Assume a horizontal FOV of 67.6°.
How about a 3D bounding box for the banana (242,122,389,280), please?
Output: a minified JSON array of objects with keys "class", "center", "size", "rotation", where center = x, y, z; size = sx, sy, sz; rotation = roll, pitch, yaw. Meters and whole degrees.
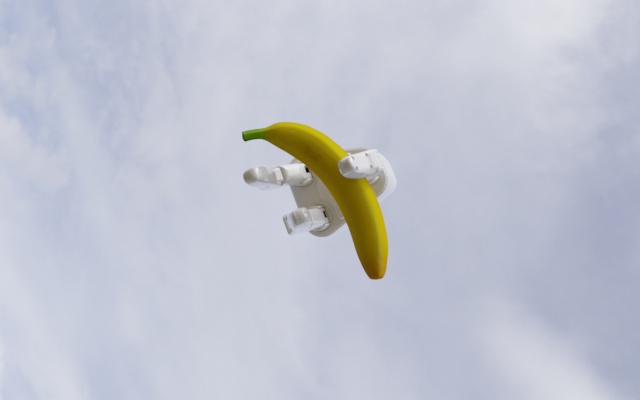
[{"class":"banana","center":[0.011,-0.013,0.475],"size":[0.069,0.198,0.037],"rotation":[-43,-7,-5]}]
